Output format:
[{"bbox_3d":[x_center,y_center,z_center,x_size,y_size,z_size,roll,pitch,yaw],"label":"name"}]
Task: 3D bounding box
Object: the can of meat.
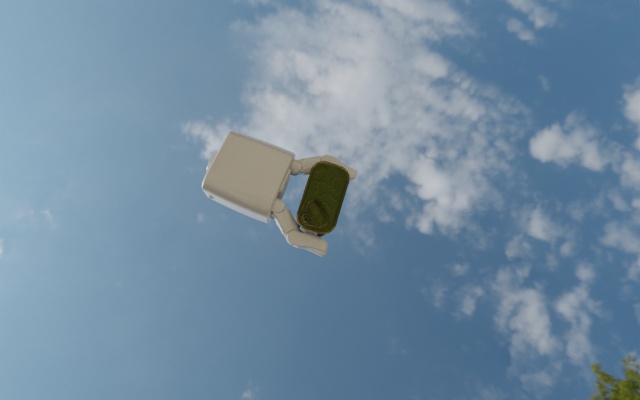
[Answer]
[{"bbox_3d":[0.000,0.002,0.709,0.057,0.102,0.084,18,-11,-2],"label":"can of meat"}]
